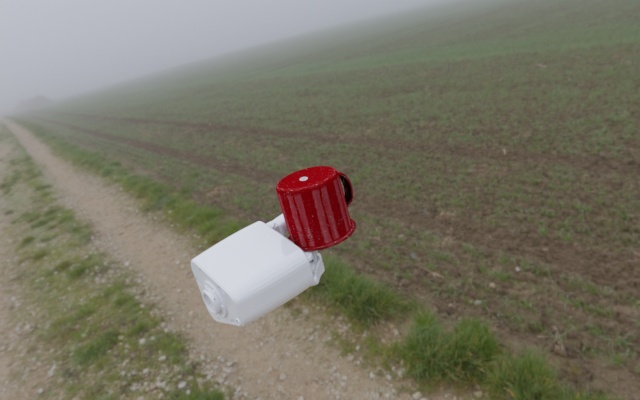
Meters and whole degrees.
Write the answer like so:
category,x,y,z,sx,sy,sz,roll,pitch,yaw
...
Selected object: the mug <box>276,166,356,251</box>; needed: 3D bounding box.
category,x,y,z,sx,sy,sz,roll,pitch,yaw
mug,0.001,0.001,0.618,0.117,0.081,0.093,-31,26,-35
